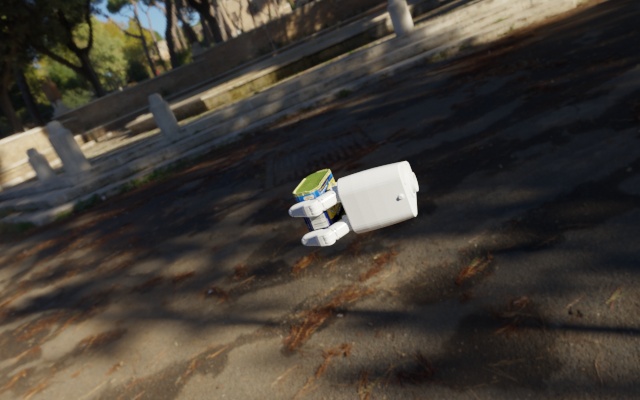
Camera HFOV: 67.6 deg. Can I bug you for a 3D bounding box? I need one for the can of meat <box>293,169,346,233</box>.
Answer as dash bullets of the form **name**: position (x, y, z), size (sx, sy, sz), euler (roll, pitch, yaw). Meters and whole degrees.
- **can of meat**: position (0.000, 0.002, 0.834), size (0.057, 0.084, 0.102), euler (-15, 20, 23)
